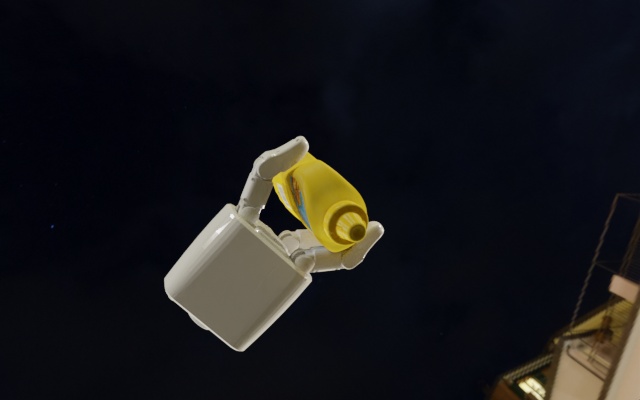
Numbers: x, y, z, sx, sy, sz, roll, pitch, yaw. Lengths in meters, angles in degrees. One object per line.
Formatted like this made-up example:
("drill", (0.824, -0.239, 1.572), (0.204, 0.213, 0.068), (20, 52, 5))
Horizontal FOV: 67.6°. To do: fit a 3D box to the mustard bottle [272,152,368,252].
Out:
("mustard bottle", (0.000, 0.001, 0.500), (0.058, 0.096, 0.191), (-26, 23, -11))
